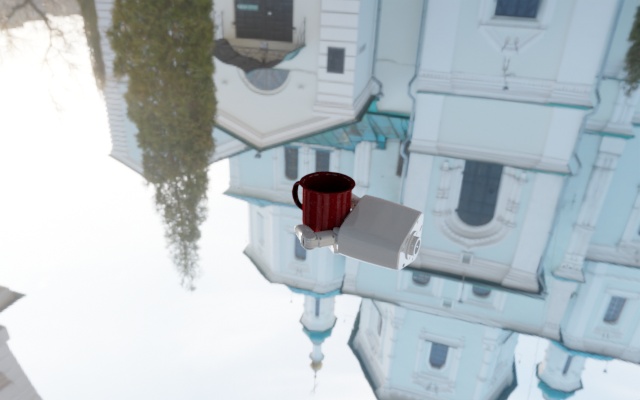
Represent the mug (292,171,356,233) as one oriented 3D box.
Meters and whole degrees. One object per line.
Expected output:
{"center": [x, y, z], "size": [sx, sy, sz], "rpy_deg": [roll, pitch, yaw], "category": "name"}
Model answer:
{"center": [-0.001, 0.002, 0.808], "size": [0.117, 0.081, 0.093], "rpy_deg": [17, 30, 28], "category": "mug"}
